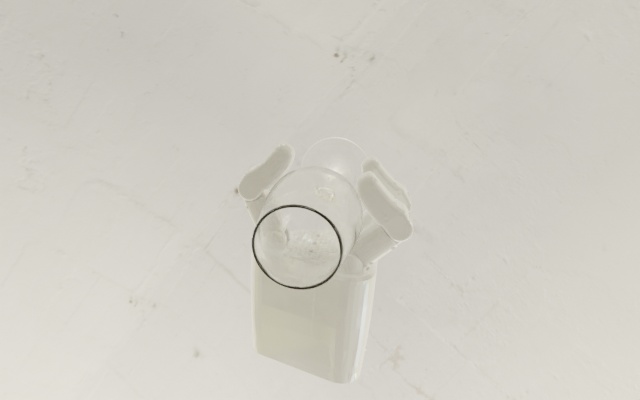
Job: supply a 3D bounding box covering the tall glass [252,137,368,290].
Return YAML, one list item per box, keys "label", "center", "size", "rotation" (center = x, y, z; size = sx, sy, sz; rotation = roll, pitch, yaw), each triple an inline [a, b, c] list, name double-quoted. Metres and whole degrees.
- label: "tall glass"
  center: [0.000, 0.001, 0.408]
  size: [0.079, 0.079, 0.201]
  rotation: [0, 18, 10]
